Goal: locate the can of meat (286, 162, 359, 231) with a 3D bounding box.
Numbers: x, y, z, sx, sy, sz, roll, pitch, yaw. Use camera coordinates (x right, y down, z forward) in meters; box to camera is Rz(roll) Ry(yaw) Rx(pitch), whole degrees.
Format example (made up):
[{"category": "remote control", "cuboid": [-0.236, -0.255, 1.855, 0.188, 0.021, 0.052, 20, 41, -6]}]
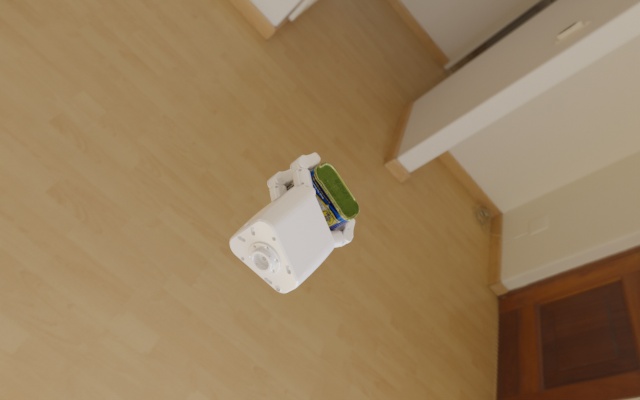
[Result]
[{"category": "can of meat", "cuboid": [0.000, 0.002, 0.743, 0.084, 0.102, 0.057, -33, 2, 39]}]
